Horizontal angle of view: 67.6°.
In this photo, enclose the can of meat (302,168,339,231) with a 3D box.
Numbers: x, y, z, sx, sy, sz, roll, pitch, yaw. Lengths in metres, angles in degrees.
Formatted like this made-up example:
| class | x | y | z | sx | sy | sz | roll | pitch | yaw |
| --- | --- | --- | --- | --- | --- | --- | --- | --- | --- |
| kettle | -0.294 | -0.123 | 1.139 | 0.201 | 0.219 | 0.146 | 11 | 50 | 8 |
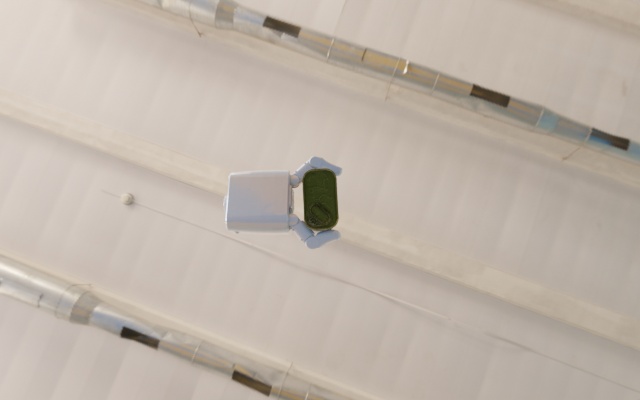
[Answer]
| class | x | y | z | sx | sy | sz | roll | pitch | yaw |
| --- | --- | --- | --- | --- | --- | --- | --- | --- | --- |
| can of meat | 0.000 | 0.003 | 0.825 | 0.057 | 0.102 | 0.084 | -3 | -7 | 0 |
